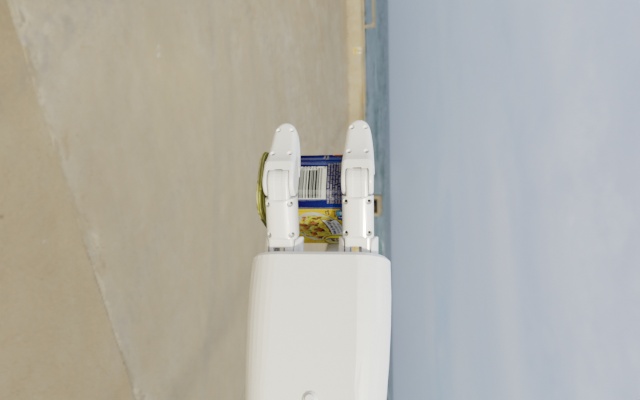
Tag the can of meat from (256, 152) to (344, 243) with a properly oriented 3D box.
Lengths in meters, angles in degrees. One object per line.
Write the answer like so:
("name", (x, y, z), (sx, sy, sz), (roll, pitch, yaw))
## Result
("can of meat", (0.000, 0.001, 0.402), (0.084, 0.057, 0.102), (0, -23, 8))
